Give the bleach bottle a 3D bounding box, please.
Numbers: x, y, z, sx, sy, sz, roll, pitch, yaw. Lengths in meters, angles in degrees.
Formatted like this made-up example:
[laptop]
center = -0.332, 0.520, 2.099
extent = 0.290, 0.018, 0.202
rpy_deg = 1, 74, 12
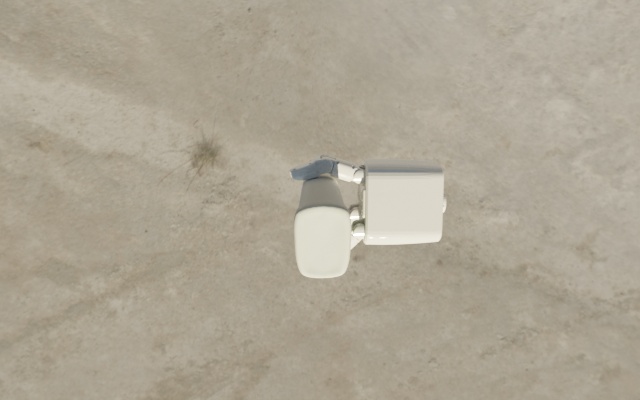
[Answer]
[bleach bottle]
center = 0.000, 0.002, 0.671
extent = 0.068, 0.103, 0.250
rpy_deg = -1, 24, -1
